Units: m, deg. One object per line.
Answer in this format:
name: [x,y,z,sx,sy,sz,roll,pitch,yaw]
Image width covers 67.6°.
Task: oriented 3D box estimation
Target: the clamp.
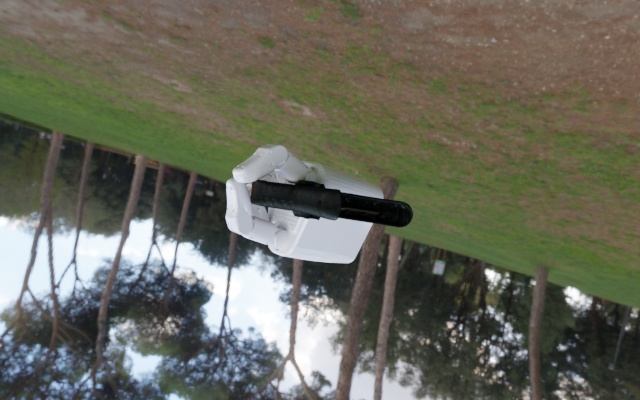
clamp: [0.000,0.002,0.462,0.120,0.039,0.171,16,-3,-40]
